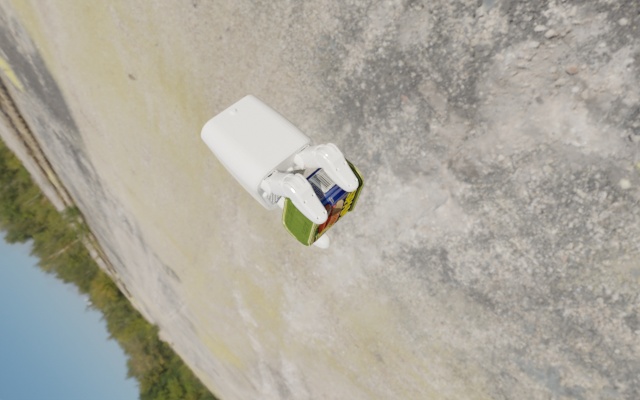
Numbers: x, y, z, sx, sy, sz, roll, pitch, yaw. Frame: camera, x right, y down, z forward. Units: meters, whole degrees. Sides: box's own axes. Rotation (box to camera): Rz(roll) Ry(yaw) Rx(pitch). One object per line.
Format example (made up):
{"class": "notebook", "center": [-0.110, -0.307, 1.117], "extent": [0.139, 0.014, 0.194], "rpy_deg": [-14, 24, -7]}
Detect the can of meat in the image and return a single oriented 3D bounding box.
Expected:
{"class": "can of meat", "center": [0.000, 0.002, 0.593], "extent": [0.084, 0.057, 0.102], "rpy_deg": [-41, -16, -25]}
